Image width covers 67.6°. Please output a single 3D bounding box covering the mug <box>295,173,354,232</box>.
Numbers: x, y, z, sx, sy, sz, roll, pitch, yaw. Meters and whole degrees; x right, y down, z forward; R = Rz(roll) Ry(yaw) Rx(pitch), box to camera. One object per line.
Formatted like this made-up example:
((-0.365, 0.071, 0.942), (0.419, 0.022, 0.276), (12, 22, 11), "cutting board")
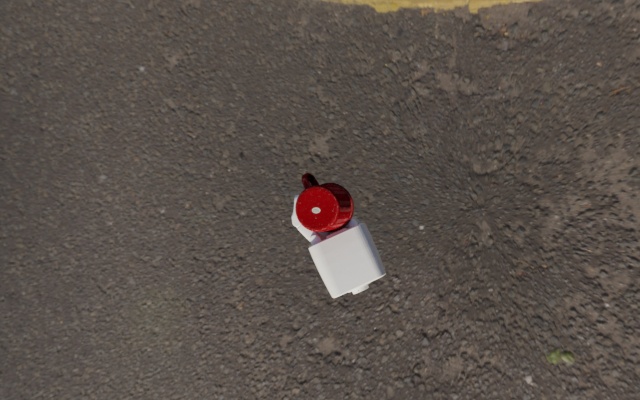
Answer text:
((0.000, 0.001, 0.854), (0.093, 0.117, 0.081), (-27, -7, 16), "mug")
